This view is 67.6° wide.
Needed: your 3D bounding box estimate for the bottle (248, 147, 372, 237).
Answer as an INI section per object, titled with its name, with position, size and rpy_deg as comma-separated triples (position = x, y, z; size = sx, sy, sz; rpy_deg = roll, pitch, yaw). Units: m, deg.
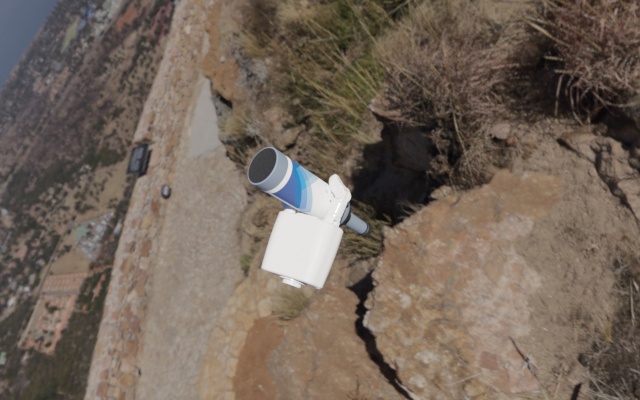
[bottle]
position = 0.000, 0.003, 0.847
size = 0.069, 0.069, 0.296
rpy_deg = 0, -23, 42
